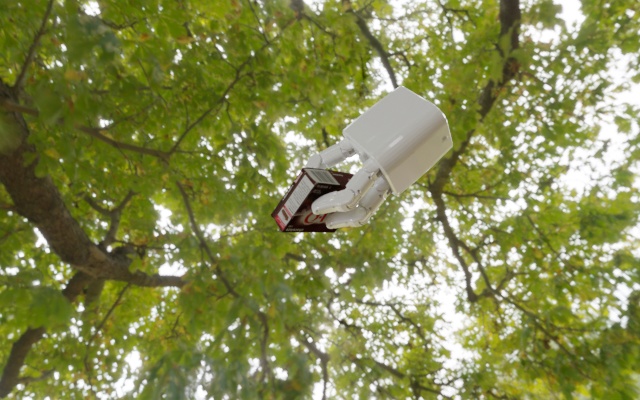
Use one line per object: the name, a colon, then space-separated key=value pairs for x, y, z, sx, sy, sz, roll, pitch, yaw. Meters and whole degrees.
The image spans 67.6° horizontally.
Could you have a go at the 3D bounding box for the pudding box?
pudding box: x=0.000 y=0.002 z=0.660 sx=0.113 sy=0.090 sz=0.039 roll=6 pitch=38 yaw=-46
